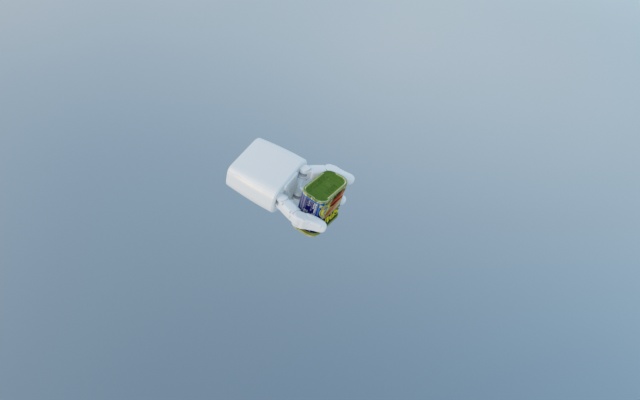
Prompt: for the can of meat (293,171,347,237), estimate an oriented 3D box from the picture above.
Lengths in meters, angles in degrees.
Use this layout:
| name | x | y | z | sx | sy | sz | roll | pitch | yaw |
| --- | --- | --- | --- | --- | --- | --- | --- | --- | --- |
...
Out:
| name | x | y | z | sx | sy | sz | roll | pitch | yaw |
| --- | --- | --- | --- | --- | --- | --- | --- | --- | --- |
| can of meat | 0.000 | 0.003 | 0.867 | 0.057 | 0.084 | 0.102 | 31 | 41 | 17 |
